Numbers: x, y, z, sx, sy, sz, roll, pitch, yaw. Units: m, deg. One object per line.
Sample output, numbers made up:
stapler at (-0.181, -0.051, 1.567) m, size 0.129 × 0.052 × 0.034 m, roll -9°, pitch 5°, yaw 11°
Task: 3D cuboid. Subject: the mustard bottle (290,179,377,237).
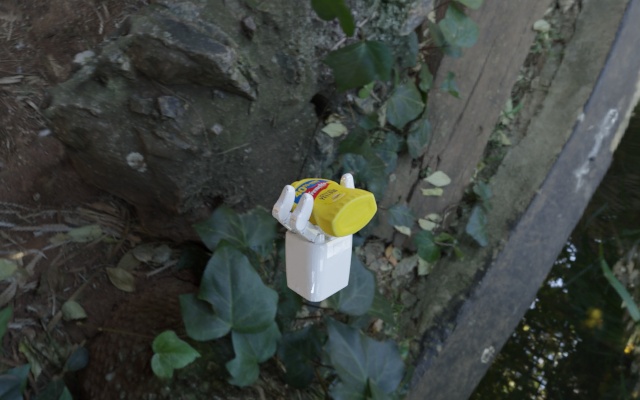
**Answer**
mustard bottle at (0.000, 0.002, 0.825) m, size 0.096 × 0.058 × 0.191 m, roll -34°, pitch 32°, yaw -25°
